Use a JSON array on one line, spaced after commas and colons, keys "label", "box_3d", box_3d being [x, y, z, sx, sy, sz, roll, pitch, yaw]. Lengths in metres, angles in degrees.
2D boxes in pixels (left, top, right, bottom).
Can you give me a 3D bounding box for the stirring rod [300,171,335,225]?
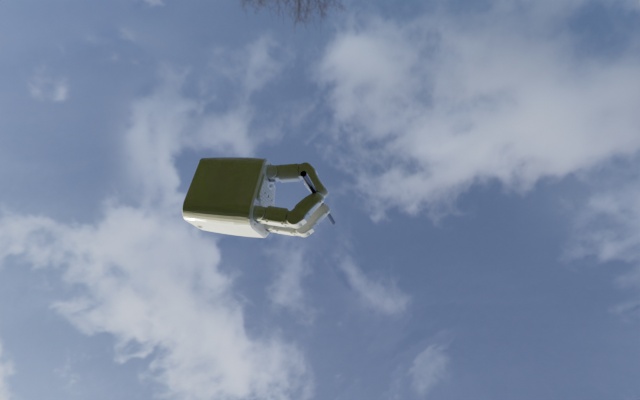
[{"label": "stirring rod", "box_3d": [0.000, 0.002, 0.698, 0.011, 0.011, 0.240, 0, -17, 10]}]
